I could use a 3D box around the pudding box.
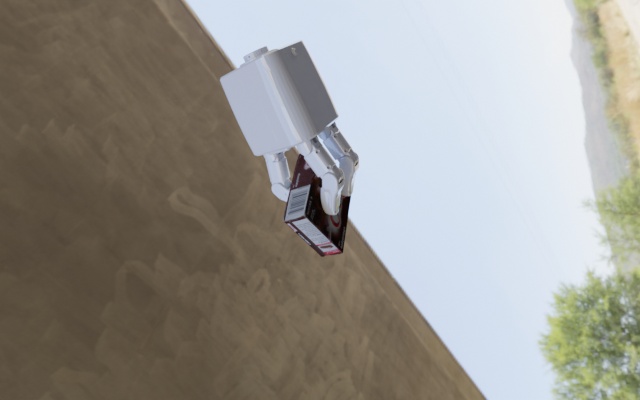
[{"bbox_3d":[0.000,0.002,0.617,0.039,0.113,0.090,-13,-42,33],"label":"pudding box"}]
